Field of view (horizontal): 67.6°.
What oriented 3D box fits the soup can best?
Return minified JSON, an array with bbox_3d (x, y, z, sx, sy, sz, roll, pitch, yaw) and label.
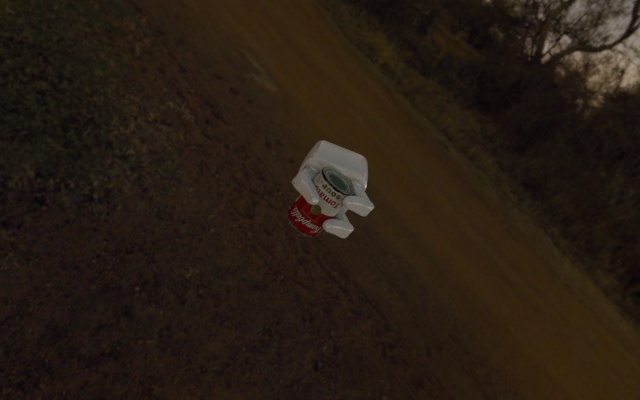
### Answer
[{"bbox_3d":[0.000,0.003,0.788,0.102,0.068,0.068,-49,-26,25],"label":"soup can"}]
